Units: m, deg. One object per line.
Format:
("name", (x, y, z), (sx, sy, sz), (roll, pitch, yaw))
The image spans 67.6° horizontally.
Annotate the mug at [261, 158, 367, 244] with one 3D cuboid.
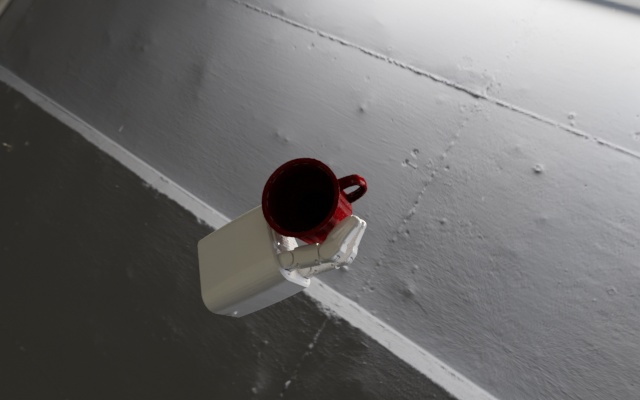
("mug", (0.001, 0.001, 0.561), (0.117, 0.093, 0.081), (-26, -23, 11))
